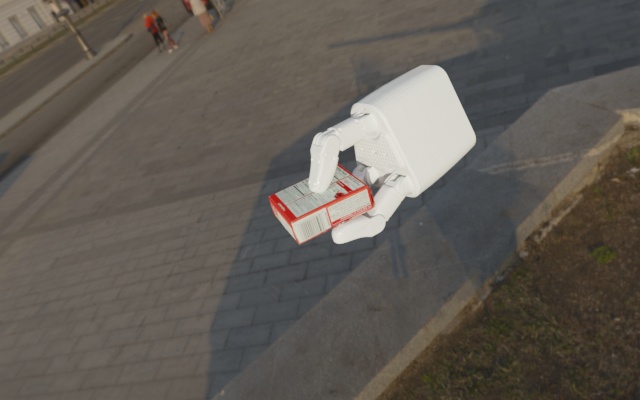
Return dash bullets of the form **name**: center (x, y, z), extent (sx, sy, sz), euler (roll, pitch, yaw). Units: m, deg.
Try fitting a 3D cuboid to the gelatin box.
- **gelatin box**: center (0.000, 0.001, 0.494), extent (0.089, 0.030, 0.073), euler (-25, 29, -13)
